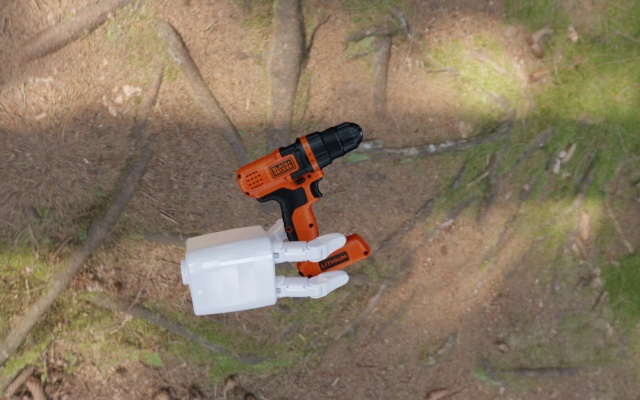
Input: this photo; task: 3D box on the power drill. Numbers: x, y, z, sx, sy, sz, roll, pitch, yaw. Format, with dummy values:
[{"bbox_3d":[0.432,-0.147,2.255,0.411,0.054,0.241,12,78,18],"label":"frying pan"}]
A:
[{"bbox_3d":[0.000,0.003,0.665,0.184,0.187,0.057,-24,8,4],"label":"power drill"}]
